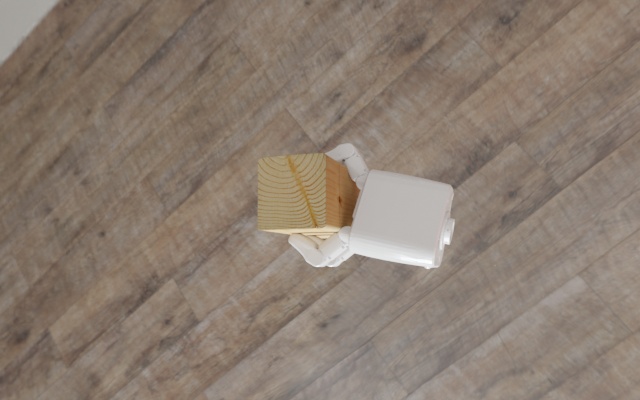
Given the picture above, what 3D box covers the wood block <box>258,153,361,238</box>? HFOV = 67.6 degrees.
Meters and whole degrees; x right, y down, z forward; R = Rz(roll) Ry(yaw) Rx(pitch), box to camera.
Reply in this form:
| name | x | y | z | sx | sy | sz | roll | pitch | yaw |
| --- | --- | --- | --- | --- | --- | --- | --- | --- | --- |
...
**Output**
| name | x | y | z | sx | sy | sz | roll | pitch | yaw |
| --- | --- | --- | --- | --- | --- | --- | --- | --- | --- |
| wood block | 0.000 | 0.002 | 0.656 | 0.090 | 0.091 | 0.206 | -3 | -8 | 20 |
